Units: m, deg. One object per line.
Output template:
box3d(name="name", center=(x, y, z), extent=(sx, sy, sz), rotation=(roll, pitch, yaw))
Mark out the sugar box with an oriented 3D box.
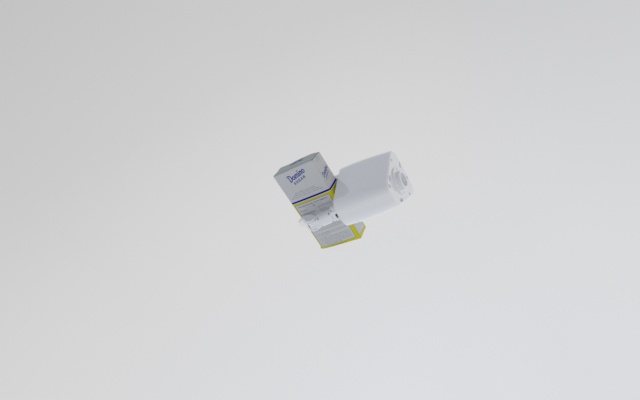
box3d(name="sugar box", center=(0.000, 0.003, 0.884), extent=(0.093, 0.176, 0.048), rotation=(-20, 20, 31))
